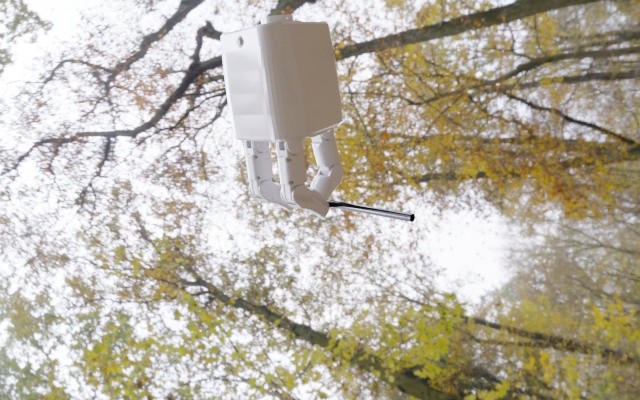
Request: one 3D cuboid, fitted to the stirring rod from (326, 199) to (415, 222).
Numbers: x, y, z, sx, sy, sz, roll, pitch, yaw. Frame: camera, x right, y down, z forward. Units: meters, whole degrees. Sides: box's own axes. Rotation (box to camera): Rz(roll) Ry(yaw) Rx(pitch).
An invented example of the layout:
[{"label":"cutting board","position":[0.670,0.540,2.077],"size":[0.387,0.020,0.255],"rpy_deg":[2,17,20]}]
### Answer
[{"label":"stirring rod","position":[0.000,0.002,0.515],"size":[0.011,0.011,0.239],"rpy_deg":[0,7,-44]}]
